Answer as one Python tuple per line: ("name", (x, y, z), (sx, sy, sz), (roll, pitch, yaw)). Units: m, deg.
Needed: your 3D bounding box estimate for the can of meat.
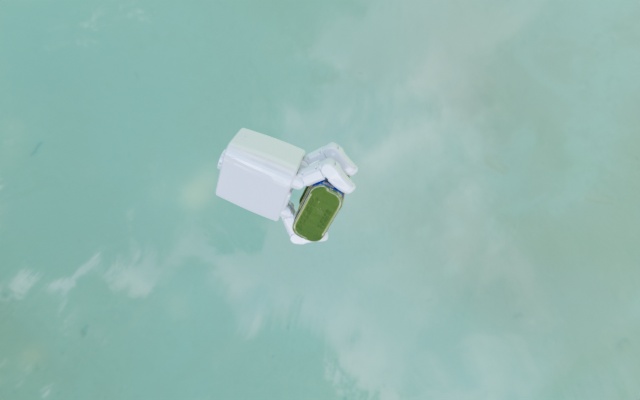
("can of meat", (0.000, 0.003, 0.732), (0.057, 0.102, 0.084), (26, 29, -5))
